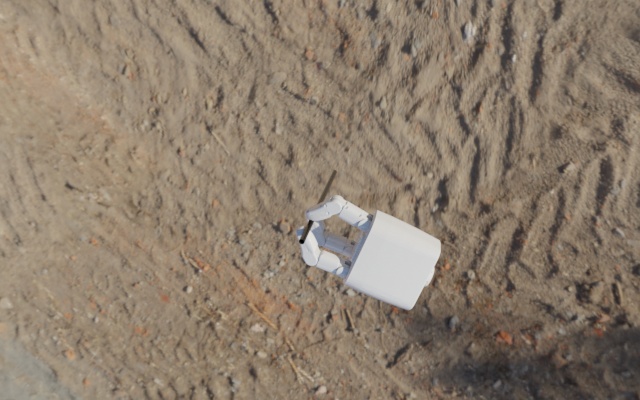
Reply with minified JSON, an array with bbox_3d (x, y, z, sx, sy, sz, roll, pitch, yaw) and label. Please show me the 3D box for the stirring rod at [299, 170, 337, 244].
[{"bbox_3d":[0.000,0.002,0.750,0.011,0.011,0.239,0,26,14],"label":"stirring rod"}]
